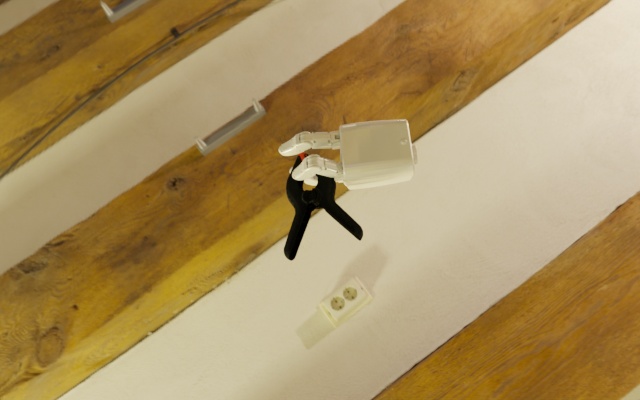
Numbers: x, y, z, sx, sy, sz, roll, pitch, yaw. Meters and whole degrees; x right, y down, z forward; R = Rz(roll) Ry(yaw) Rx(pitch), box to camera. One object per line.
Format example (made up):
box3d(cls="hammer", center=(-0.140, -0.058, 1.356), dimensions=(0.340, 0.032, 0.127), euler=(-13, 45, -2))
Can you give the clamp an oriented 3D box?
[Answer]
box3d(cls="clamp", center=(0.000, 0.002, 0.727), dimensions=(0.120, 0.171, 0.039), euler=(-7, -22, 7))
